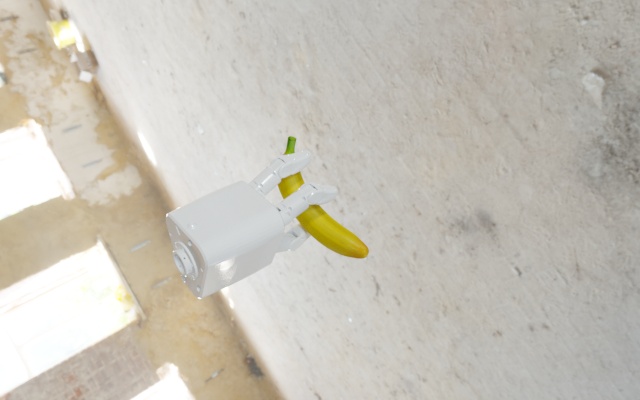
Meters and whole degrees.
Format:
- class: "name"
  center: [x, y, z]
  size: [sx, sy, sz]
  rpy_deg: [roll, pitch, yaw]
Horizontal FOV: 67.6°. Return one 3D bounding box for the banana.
- class: "banana"
  center: [-0.010, 0.009, 0.655]
  size: [0.037, 0.197, 0.070]
  rpy_deg: [-23, -18, -40]
